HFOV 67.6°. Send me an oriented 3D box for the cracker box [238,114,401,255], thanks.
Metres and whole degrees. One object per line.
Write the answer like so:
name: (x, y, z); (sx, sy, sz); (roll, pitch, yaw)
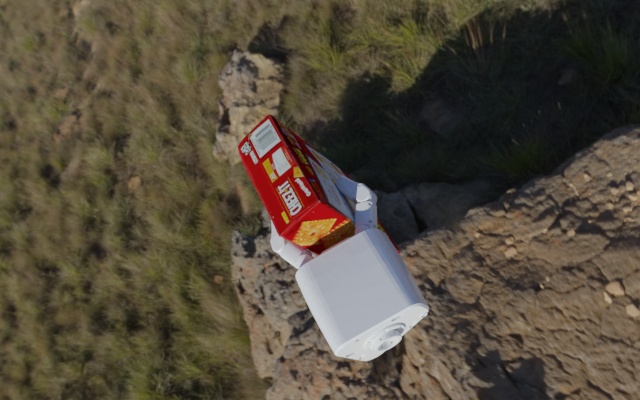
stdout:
cracker box: (0.000, 0.002, 0.643); (0.072, 0.164, 0.214); (-40, -37, 13)
